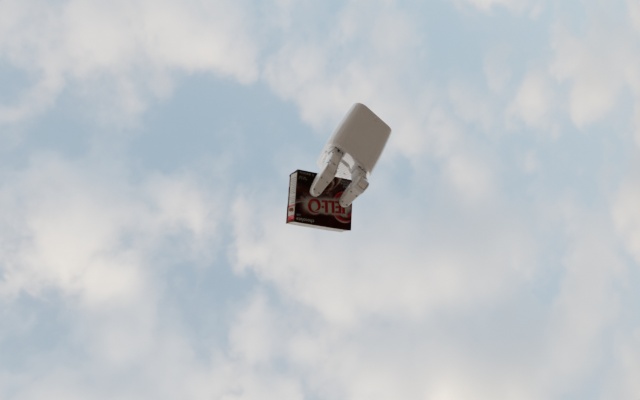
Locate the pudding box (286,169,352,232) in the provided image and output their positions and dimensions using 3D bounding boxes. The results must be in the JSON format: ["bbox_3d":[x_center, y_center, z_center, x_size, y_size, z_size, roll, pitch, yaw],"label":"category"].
[{"bbox_3d":[0.000,0.003,0.812,0.113,0.090,0.039,9,-15,-25],"label":"pudding box"}]
